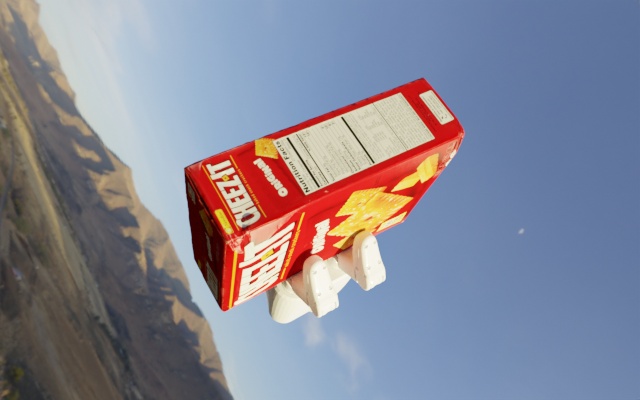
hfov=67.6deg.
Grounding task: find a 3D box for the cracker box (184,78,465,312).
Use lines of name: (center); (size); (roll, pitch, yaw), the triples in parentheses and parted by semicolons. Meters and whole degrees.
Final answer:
cracker box: (0.000, 0.001, 0.413); (0.213, 0.072, 0.164); (-25, -21, -23)
